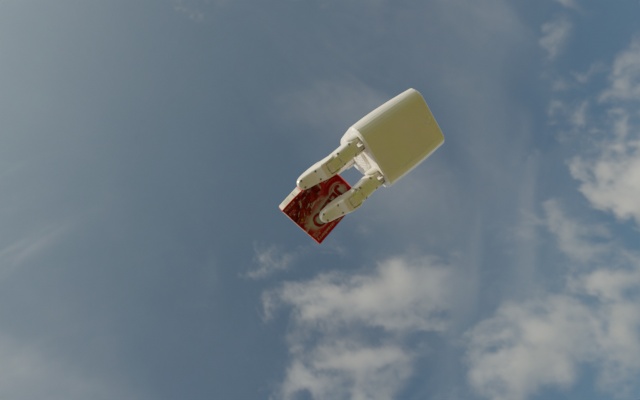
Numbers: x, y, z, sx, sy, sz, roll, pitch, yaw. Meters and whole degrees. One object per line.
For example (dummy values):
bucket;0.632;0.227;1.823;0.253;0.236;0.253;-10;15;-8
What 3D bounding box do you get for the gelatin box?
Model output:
gelatin box;0.000;0.002;0.655;0.073;0.089;0.030;43;-1;-19
